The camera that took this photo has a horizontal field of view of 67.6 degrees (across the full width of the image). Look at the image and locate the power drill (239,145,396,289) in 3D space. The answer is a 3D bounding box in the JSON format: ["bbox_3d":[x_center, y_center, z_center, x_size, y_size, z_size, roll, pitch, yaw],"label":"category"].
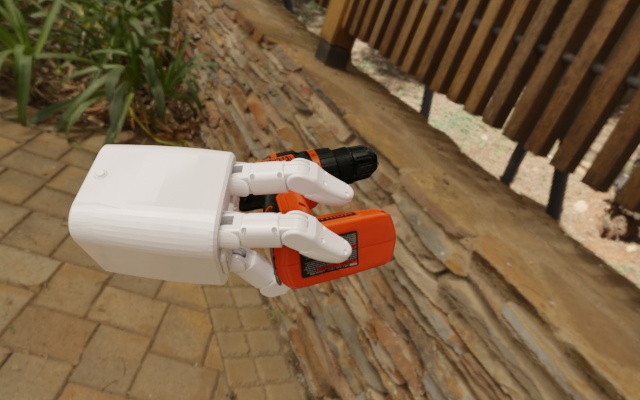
[{"bbox_3d":[0.000,0.002,0.472,0.184,0.057,0.187,-15,28,-14],"label":"power drill"}]
